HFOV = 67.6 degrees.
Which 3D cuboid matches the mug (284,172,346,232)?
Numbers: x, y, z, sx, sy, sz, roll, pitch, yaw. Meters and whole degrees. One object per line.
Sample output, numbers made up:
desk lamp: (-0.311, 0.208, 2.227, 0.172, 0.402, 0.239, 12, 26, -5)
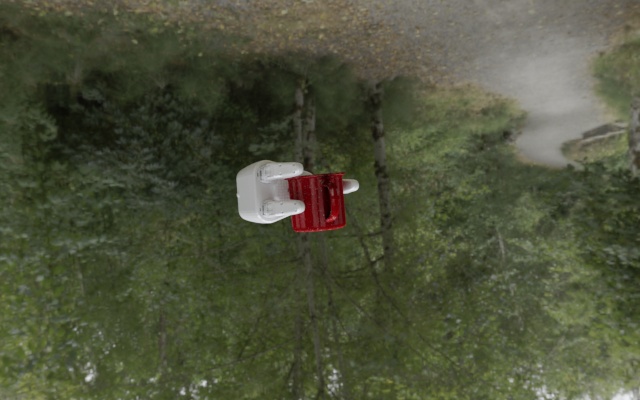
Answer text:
mug: (0.001, 0.002, 0.707, 0.093, 0.081, 0.117, -6, 2, -25)
